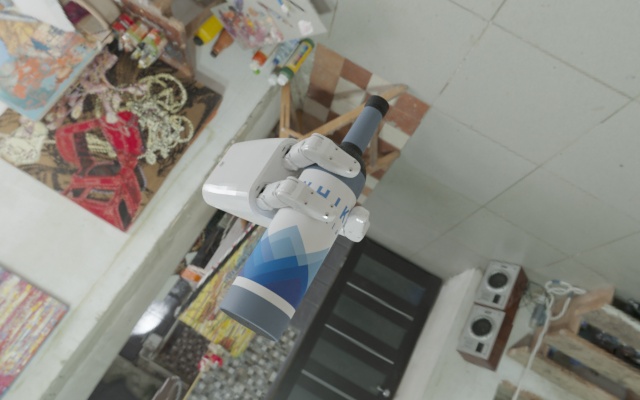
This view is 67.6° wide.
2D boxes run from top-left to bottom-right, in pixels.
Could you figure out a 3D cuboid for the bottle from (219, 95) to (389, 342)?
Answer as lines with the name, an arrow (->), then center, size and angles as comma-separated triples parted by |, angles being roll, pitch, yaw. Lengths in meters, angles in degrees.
bottle -> 0.000, 0.002, 0.511 | 0.069, 0.295, 0.069 | 26, -22, 12
